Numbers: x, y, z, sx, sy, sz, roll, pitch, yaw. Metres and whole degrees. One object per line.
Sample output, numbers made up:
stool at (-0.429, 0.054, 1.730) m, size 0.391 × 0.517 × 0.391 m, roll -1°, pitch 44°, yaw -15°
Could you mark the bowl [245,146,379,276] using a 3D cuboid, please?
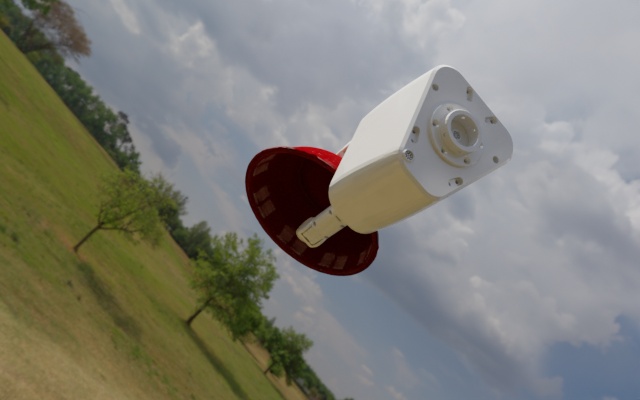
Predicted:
bowl at (-0.001, 0.002, 0.504) m, size 0.162 × 0.162 × 0.055 m, roll 0°, pitch 34°, yaw 40°
